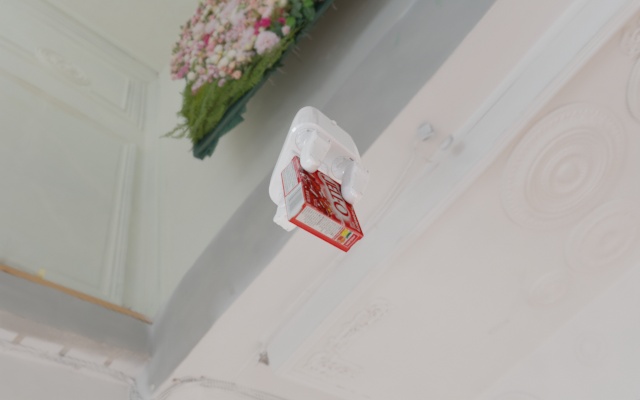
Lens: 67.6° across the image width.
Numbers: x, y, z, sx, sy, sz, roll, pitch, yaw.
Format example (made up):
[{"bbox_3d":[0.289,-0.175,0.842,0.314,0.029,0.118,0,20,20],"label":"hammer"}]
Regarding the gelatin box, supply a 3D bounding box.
[{"bbox_3d":[0.000,0.002,0.479,0.073,0.030,0.089,31,24,-27],"label":"gelatin box"}]
